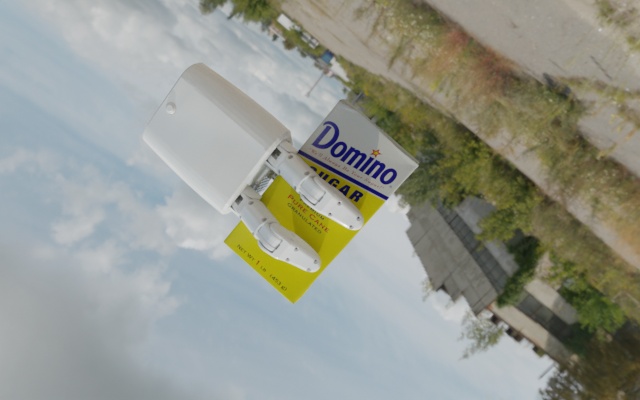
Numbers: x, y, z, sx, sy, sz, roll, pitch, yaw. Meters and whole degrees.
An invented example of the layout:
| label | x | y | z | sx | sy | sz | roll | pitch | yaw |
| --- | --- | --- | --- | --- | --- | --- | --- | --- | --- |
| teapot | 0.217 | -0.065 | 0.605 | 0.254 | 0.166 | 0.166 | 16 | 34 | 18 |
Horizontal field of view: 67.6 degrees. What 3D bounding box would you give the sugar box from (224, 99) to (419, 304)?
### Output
| label | x | y | z | sx | sy | sz | roll | pitch | yaw |
| --- | --- | --- | --- | --- | --- | --- | --- | --- | --- |
| sugar box | 0.000 | 0.002 | 0.450 | 0.093 | 0.176 | 0.048 | 40 | 14 | 3 |
